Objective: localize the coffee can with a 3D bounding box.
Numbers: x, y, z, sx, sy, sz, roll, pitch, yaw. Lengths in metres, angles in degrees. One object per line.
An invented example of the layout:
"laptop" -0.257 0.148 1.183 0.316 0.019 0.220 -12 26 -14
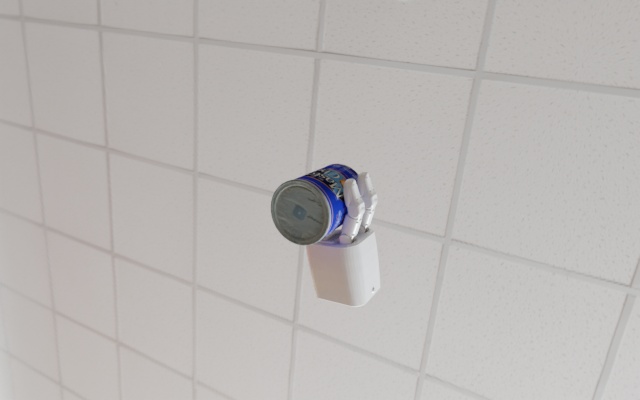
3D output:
"coffee can" 0.000 0.002 0.773 0.103 0.103 0.140 0 14 29
